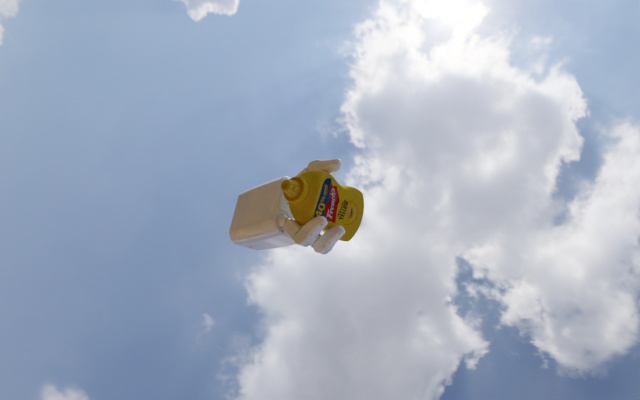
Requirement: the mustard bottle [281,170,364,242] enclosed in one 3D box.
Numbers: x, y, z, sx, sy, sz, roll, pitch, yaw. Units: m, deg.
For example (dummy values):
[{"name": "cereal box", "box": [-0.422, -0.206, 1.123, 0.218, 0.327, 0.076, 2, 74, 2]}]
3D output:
[{"name": "mustard bottle", "box": [0.001, 0.003, 0.785, 0.058, 0.096, 0.192, 13, -8, 38]}]
